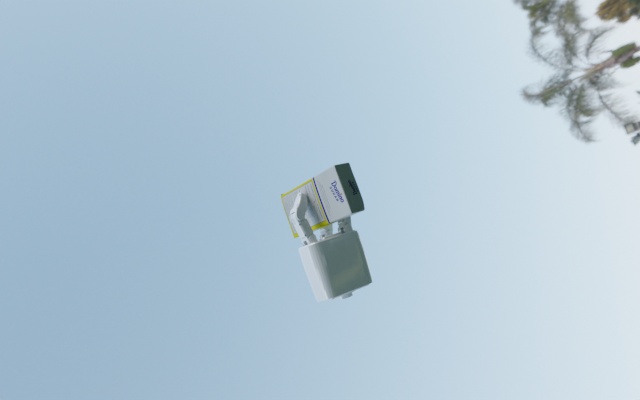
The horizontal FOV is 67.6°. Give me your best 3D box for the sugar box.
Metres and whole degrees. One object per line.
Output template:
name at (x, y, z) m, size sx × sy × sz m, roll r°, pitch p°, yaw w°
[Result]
sugar box at (0.001, 0.003, 0.897) m, size 0.048 × 0.093 × 0.176 m, roll -14°, pitch -7°, yaw -44°
